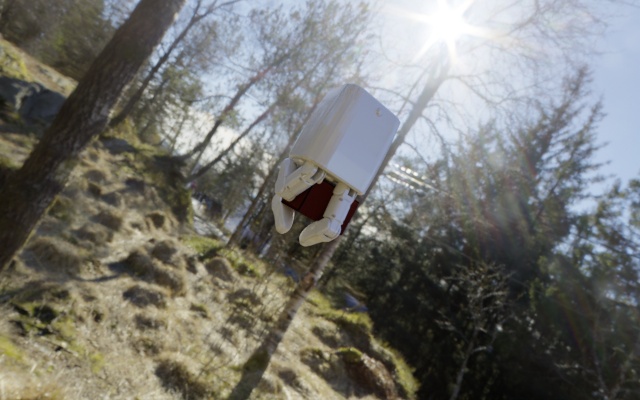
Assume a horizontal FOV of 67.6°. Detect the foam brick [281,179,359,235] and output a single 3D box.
[{"bbox_3d":[0.000,0.002,0.616,0.078,0.051,0.053,31,-4,-33],"label":"foam brick"}]
